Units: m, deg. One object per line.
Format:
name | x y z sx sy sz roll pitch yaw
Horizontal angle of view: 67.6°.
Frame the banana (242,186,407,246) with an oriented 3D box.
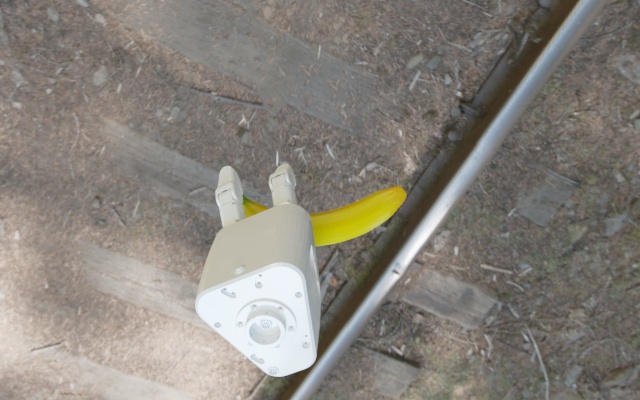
banana | -0.003 0.019 0.534 0.198 0.070 0.037 0 22 0
